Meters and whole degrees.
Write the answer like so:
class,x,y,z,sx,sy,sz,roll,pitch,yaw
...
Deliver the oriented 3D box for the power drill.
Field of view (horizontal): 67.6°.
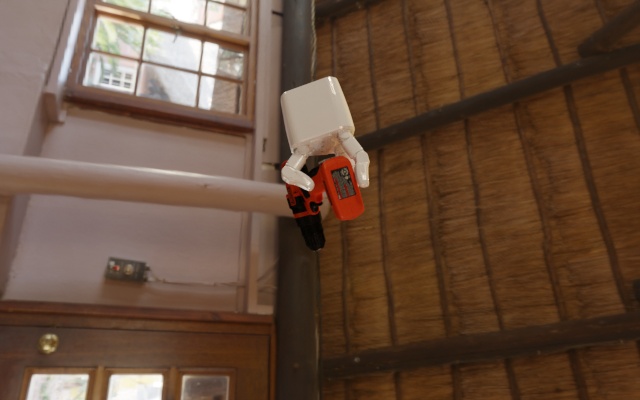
class,x,y,z,sx,sy,sz,roll,pitch,yaw
power drill,0.000,0.002,0.857,0.057,0.184,0.187,-21,5,-30
